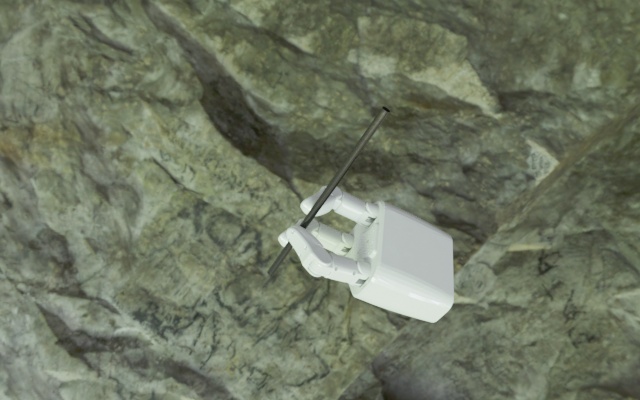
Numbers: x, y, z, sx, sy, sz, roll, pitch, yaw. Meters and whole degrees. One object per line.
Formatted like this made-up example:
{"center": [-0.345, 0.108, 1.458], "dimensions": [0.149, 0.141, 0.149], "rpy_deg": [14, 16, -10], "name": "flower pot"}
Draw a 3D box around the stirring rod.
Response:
{"center": [0.000, 0.002, 0.489], "dimensions": [0.011, 0.011, 0.240], "rpy_deg": [0, -43, -42], "name": "stirring rod"}
